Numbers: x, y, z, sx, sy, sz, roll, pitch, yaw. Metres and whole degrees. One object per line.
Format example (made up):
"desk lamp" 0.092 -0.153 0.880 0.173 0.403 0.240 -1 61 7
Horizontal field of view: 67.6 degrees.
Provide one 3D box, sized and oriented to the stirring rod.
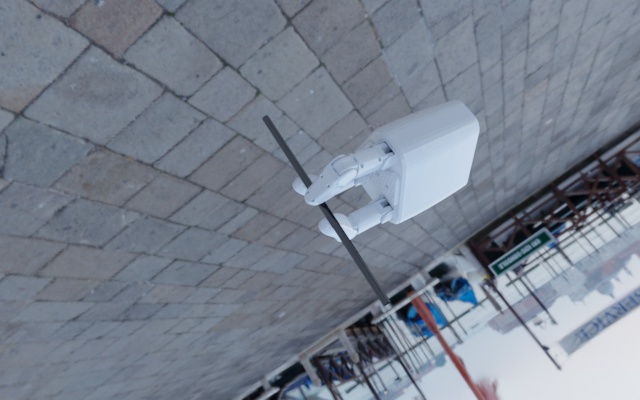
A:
"stirring rod" 0.000 0.001 0.482 0.011 0.239 0.011 -28 -23 -13
